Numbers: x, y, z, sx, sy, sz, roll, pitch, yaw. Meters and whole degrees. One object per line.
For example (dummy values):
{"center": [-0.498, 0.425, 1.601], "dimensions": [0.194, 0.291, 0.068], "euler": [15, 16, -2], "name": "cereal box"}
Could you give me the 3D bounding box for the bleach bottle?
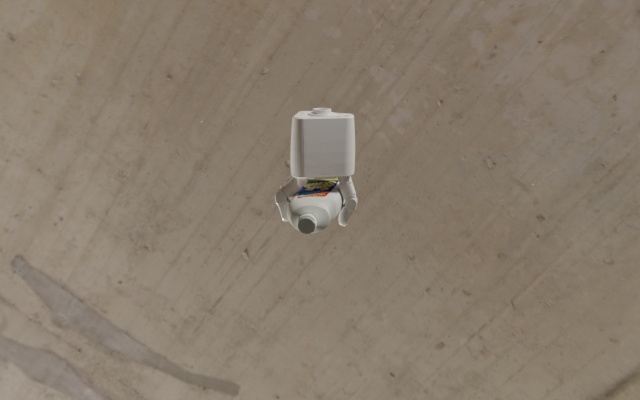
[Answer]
{"center": [0.000, 0.003, 0.872], "dimensions": [0.102, 0.068, 0.250], "euler": [2, 18, 6], "name": "bleach bottle"}
